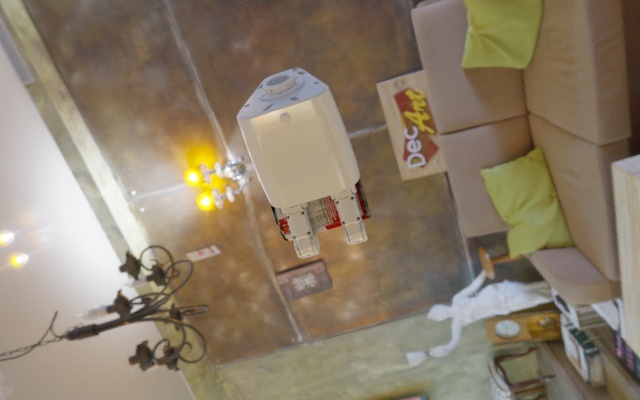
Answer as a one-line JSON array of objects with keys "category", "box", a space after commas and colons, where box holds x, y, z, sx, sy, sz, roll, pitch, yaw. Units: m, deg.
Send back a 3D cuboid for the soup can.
[{"category": "soup can", "box": [0.000, 0.002, 0.549, 0.102, 0.068, 0.068, -17, -2, 6]}]
